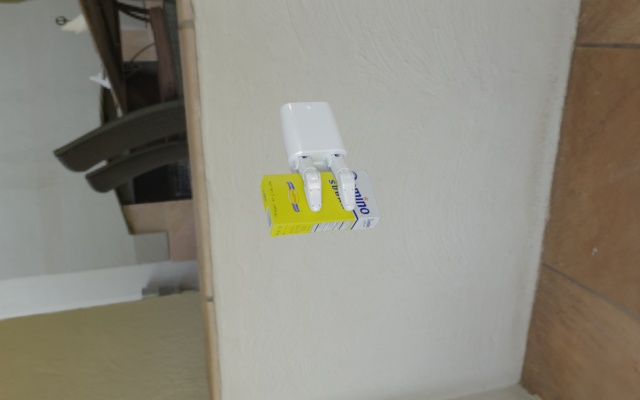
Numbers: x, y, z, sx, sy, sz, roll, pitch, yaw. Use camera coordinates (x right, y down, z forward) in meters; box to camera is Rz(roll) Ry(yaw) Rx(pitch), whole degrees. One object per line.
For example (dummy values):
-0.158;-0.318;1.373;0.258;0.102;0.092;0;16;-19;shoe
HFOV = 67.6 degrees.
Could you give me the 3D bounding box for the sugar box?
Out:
0.000;0.002;0.754;0.176;0.093;0.048;-6;-28;-17;sugar box
